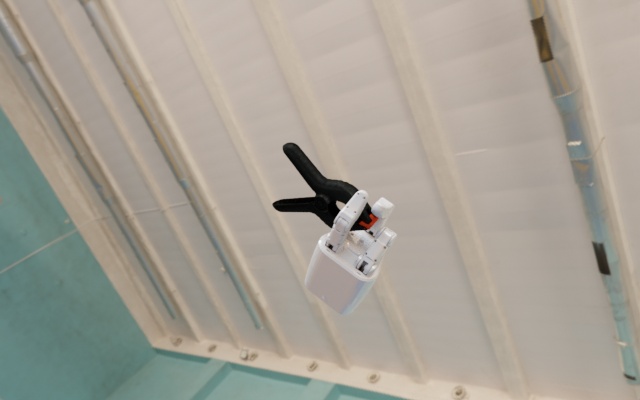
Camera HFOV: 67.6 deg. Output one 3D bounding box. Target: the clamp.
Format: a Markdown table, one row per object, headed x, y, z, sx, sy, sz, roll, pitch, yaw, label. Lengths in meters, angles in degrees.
| x | y | z | sx | sy | sz | roll | pitch | yaw | label |
| --- | --- | --- | --- | --- | --- | --- | --- | --- | --- |
| 0.001 | 0.002 | 0.705 | 0.171 | 0.120 | 0.039 | 36 | 46 | 14 | clamp |
